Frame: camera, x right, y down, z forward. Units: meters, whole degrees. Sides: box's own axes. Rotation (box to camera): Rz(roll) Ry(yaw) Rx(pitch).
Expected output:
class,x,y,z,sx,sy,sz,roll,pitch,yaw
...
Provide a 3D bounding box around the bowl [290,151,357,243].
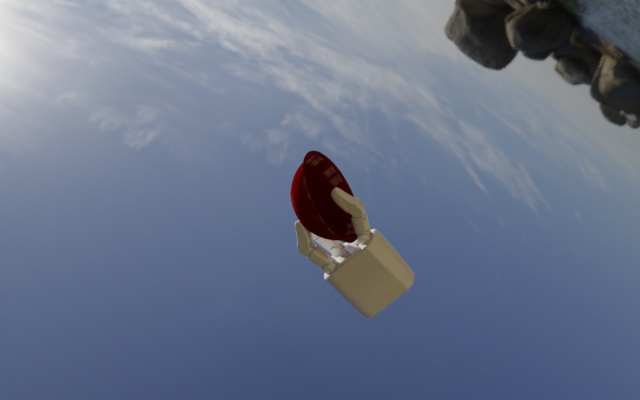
class,x,y,z,sx,sy,sz,roll,pitch,yaw
bowl,-0.001,0.002,0.776,0.055,0.162,0.162,-26,-12,25
